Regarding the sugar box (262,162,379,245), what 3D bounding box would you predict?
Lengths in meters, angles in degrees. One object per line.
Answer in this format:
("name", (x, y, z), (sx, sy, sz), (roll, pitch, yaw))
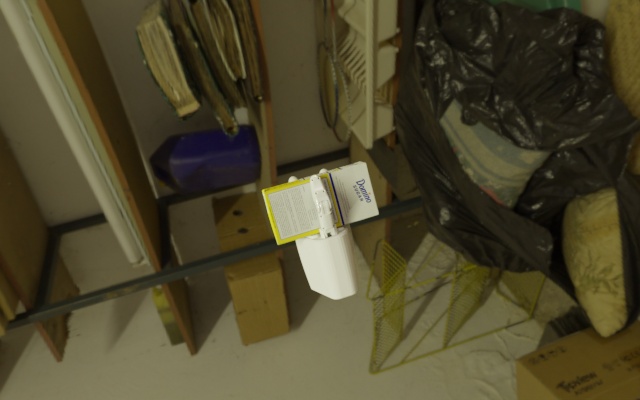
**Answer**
("sugar box", (0.000, 0.003, 0.794), (0.176, 0.093, 0.048), (-16, 9, -9))
